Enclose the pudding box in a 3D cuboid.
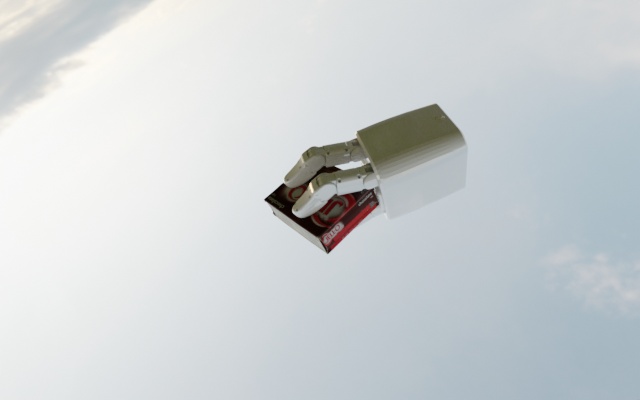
[{"bbox_3d":[0.000,0.002,0.578,0.090,0.039,0.113,-42,43,-18],"label":"pudding box"}]
